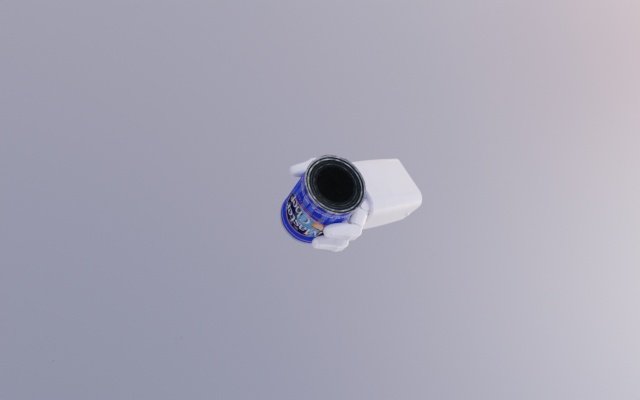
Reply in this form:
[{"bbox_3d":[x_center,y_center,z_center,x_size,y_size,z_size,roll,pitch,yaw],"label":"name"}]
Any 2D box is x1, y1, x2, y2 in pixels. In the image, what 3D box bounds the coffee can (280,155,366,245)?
[{"bbox_3d":[0.000,0.003,0.793,0.103,0.102,0.140,0,-24,-22],"label":"coffee can"}]
